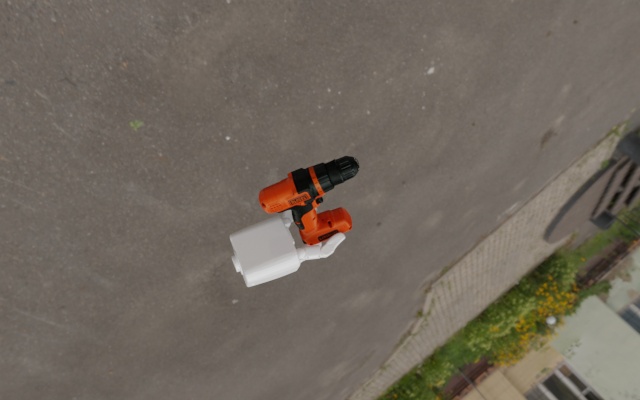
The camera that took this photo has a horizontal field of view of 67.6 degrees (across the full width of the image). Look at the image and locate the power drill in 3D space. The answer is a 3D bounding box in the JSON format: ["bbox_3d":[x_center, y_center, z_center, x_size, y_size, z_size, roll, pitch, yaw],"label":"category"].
[{"bbox_3d":[0.000,0.003,0.882,0.184,0.057,0.188,-21,-36,7],"label":"power drill"}]
